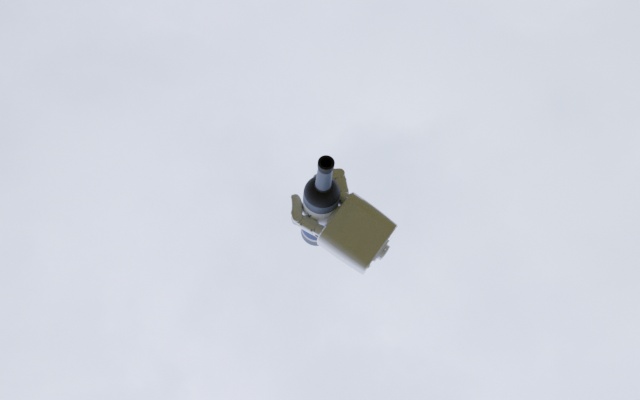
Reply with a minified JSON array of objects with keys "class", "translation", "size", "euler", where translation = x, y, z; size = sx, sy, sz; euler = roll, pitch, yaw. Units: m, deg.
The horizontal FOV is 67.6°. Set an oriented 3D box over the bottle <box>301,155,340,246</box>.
[{"class":"bottle","translation":[0.000,0.003,0.888],"size":[0.069,0.069,0.296],"euler":[0,-26,-4]}]
